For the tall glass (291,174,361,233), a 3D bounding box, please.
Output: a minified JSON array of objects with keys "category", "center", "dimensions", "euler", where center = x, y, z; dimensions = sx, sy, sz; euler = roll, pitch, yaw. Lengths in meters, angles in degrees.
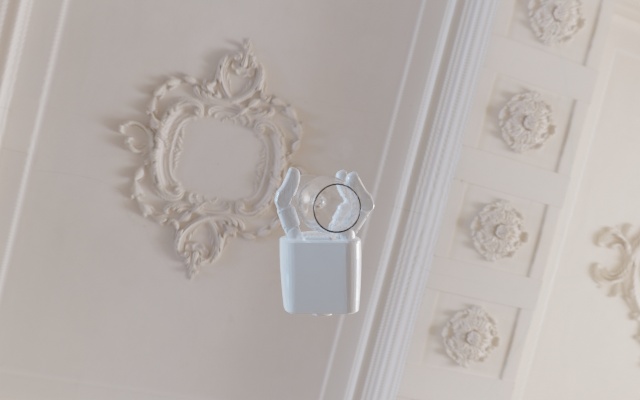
[{"category":"tall glass","center":[0.000,0.002,0.684],"dimensions":[0.079,0.079,0.201],"euler":[0,4,-12]}]
